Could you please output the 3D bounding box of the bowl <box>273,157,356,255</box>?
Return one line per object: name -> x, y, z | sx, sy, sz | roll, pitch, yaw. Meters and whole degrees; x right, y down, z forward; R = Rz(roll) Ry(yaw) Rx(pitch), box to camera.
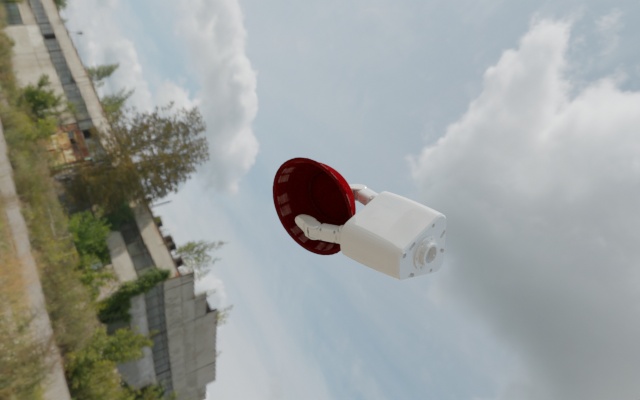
bowl -> -0.001, 0.002, 0.752 | 0.162, 0.162, 0.055 | 0, 21, 42
